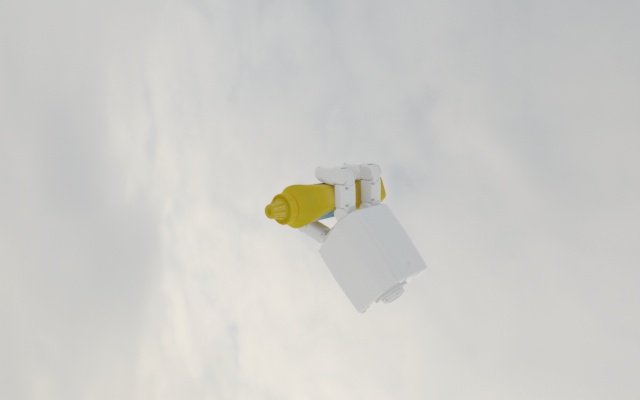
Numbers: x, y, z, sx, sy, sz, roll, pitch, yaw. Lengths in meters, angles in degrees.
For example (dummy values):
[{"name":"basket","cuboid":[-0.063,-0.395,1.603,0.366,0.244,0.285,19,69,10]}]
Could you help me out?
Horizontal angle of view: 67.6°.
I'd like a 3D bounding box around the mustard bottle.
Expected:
[{"name":"mustard bottle","cuboid":[0.000,0.002,0.666,0.096,0.058,0.191,-15,-2,44]}]
